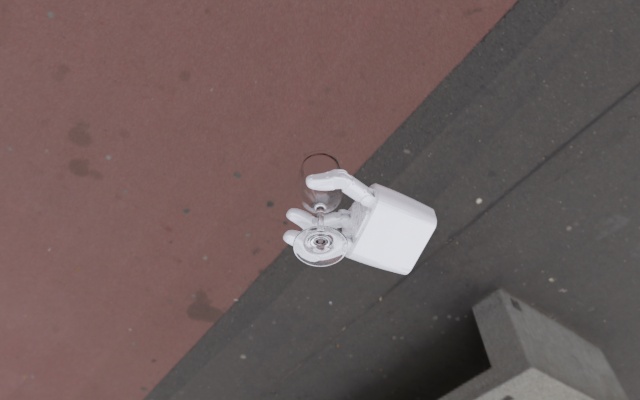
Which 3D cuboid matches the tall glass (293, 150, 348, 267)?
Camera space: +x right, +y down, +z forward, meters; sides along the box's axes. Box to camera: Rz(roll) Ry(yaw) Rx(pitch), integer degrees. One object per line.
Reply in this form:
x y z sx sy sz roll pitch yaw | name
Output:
0.000 0.003 0.718 0.079 0.079 0.200 0 38 0 | tall glass
